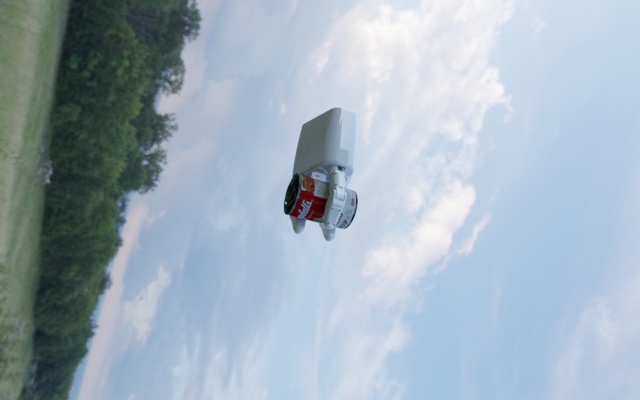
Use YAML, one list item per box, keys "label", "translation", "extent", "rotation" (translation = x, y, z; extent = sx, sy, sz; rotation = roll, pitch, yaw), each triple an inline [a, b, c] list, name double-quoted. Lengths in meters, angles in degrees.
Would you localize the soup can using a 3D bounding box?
- label: "soup can"
  translation: [0.000, 0.003, 0.764]
  extent: [0.102, 0.068, 0.068]
  rotation: [16, -5, -20]
